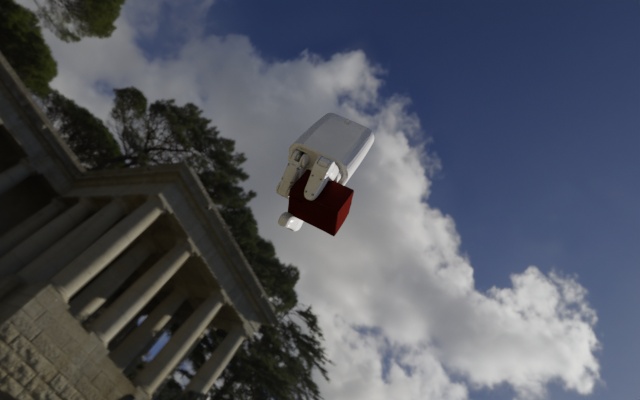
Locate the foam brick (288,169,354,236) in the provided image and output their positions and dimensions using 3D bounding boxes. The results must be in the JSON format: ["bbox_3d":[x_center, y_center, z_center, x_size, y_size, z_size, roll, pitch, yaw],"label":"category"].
[{"bbox_3d":[0.000,0.002,0.670,0.078,0.053,0.051,26,48,15],"label":"foam brick"}]
